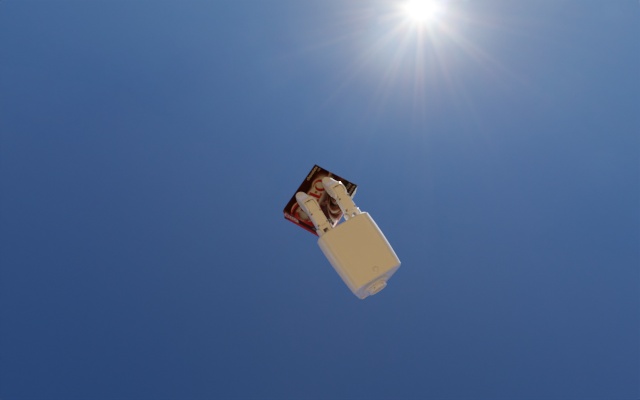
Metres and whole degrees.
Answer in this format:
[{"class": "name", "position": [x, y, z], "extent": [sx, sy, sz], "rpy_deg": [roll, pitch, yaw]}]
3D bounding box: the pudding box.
[{"class": "pudding box", "position": [0.000, 0.003, 0.850], "extent": [0.090, 0.113, 0.039], "rpy_deg": [28, -26, 13]}]
